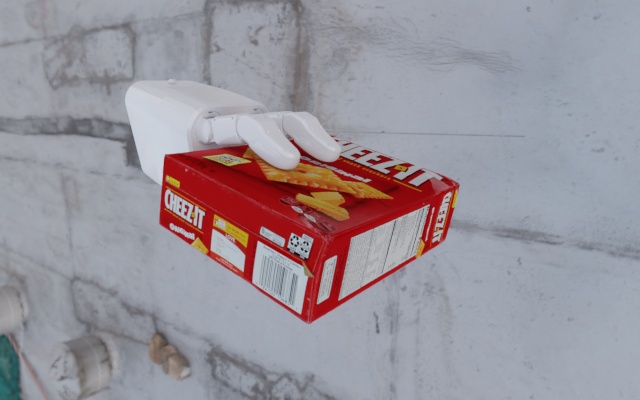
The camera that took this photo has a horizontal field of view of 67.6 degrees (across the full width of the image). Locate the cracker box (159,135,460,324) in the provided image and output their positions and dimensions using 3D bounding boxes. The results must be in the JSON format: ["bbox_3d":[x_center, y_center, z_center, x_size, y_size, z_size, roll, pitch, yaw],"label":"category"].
[{"bbox_3d":[0.000,0.002,0.414,0.164,0.072,0.213,26,26,31],"label":"cracker box"}]
